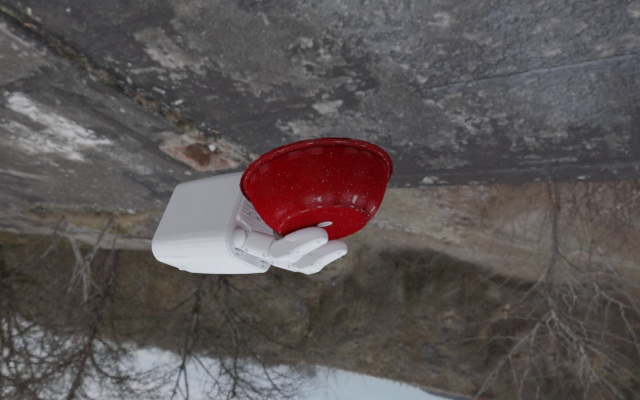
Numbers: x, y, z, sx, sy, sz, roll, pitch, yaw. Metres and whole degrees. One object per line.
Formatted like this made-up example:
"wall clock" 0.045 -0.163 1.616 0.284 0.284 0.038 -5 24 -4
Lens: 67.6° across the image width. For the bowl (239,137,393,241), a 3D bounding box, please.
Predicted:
"bowl" 0.001 0.002 0.489 0.162 0.055 0.162 -7 -26 -3
